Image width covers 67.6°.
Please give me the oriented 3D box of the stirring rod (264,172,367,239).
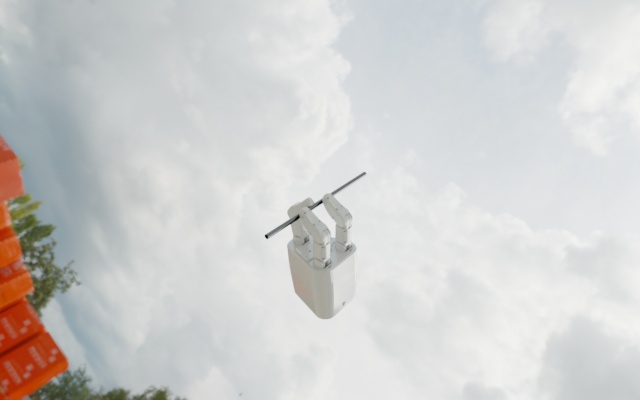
[{"bbox_3d":[0.000,0.003,0.764,0.011,0.011,0.239,0,24,46],"label":"stirring rod"}]
